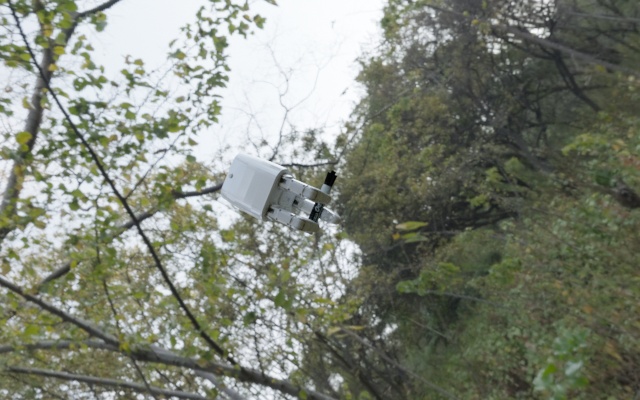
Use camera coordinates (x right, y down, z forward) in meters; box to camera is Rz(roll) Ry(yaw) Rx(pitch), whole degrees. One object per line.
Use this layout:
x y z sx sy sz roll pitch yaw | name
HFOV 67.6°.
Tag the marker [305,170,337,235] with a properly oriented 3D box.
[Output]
0.000 0.003 0.851 0.020 0.121 0.020 23 2 -1 | marker
